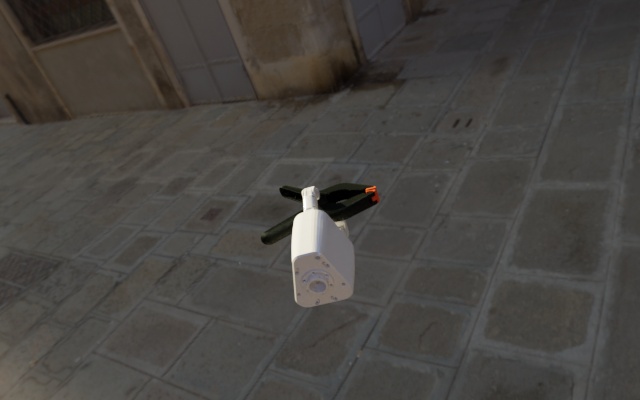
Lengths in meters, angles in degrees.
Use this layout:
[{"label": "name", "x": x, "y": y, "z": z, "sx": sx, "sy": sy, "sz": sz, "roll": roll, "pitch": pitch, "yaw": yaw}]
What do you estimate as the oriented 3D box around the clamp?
[{"label": "clamp", "x": 0.000, "y": 0.002, "z": 0.861, "sx": 0.210, "sy": 0.036, "sz": 0.164, "roll": -15, "pitch": 32, "yaw": 11}]
